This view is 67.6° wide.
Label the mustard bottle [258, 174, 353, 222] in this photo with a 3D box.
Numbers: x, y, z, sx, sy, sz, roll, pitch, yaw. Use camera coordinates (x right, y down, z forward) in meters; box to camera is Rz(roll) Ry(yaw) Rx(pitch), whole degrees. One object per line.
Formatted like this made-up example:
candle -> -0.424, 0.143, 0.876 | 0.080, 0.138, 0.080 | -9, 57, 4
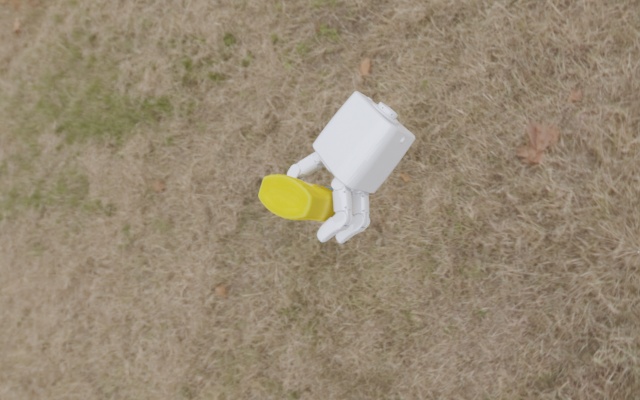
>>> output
mustard bottle -> 0.000, 0.003, 0.733 | 0.096, 0.058, 0.191 | 20, 6, 33
